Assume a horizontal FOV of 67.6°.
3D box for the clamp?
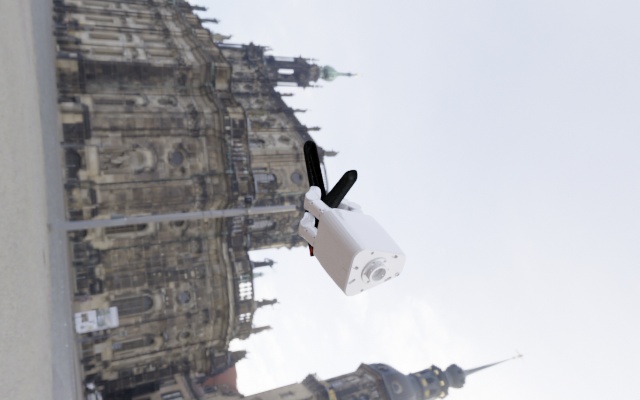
[{"bbox_3d":[0.001,0.003,0.867,0.036,0.210,0.164,-6,34,-28],"label":"clamp"}]
